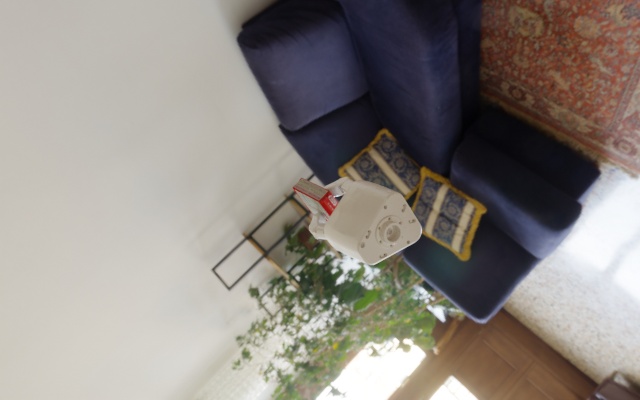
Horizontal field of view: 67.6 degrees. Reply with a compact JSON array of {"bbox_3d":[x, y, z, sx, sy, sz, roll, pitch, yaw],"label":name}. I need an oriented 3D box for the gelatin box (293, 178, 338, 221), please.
[{"bbox_3d":[0.000,0.003,0.848,0.089,0.030,0.073,26,-21,49],"label":"gelatin box"}]
